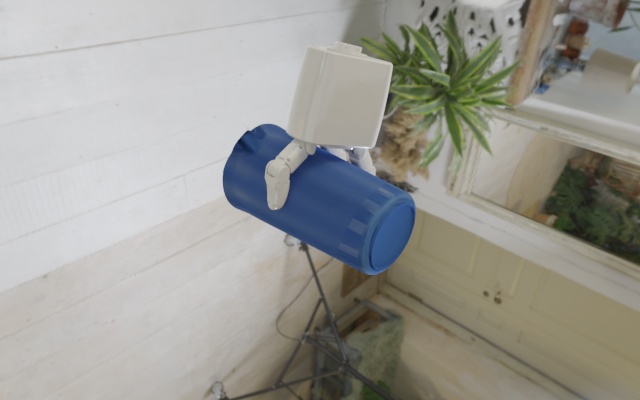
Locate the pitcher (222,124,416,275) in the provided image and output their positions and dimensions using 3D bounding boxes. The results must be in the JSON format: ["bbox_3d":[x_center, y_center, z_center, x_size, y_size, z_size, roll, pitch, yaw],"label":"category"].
[{"bbox_3d":[0.000,0.002,0.631,0.242,0.145,0.149,28,24,34],"label":"pitcher"}]
